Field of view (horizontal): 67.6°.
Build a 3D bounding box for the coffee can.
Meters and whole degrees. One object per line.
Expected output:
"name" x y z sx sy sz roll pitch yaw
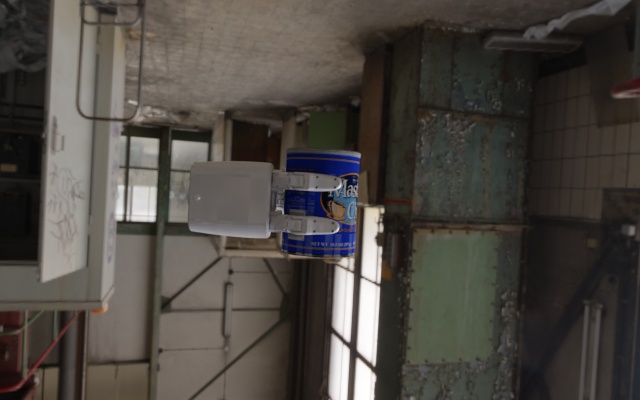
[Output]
"coffee can" 0.000 0.002 0.657 0.103 0.140 0.103 3 1 0
